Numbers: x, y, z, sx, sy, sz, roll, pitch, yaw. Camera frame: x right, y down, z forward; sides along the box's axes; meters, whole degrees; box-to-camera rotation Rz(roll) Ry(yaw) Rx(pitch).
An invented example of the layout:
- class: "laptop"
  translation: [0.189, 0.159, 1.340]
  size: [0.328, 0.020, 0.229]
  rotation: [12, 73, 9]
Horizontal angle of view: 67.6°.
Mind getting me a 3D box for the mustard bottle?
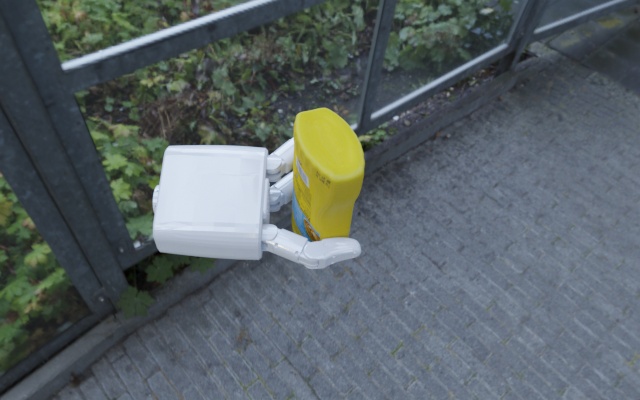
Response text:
- class: "mustard bottle"
  translation: [0.000, 0.001, 0.514]
  size: [0.058, 0.096, 0.192]
  rotation: [-17, -34, -18]
